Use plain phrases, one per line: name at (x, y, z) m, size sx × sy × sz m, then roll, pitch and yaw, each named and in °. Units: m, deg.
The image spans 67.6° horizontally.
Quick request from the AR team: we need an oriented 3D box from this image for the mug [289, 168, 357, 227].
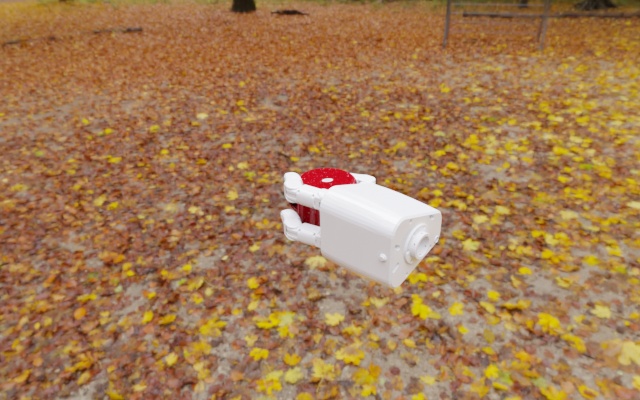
mug at (-0.001, 0.002, 0.672) m, size 0.117 × 0.081 × 0.093 m, roll 22°, pitch 34°, yaw 37°
